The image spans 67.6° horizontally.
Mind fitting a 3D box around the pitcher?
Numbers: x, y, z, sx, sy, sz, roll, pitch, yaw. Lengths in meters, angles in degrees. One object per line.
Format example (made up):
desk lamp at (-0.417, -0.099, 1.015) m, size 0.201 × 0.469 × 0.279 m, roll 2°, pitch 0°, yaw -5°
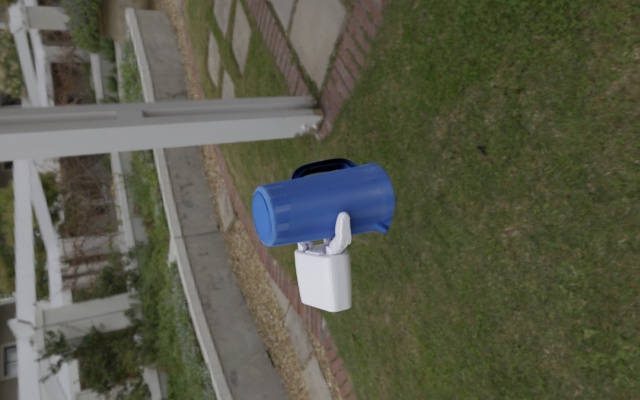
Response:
pitcher at (0.000, 0.003, 0.882) m, size 0.243 × 0.145 × 0.149 m, roll -9°, pitch 9°, yaw -25°
